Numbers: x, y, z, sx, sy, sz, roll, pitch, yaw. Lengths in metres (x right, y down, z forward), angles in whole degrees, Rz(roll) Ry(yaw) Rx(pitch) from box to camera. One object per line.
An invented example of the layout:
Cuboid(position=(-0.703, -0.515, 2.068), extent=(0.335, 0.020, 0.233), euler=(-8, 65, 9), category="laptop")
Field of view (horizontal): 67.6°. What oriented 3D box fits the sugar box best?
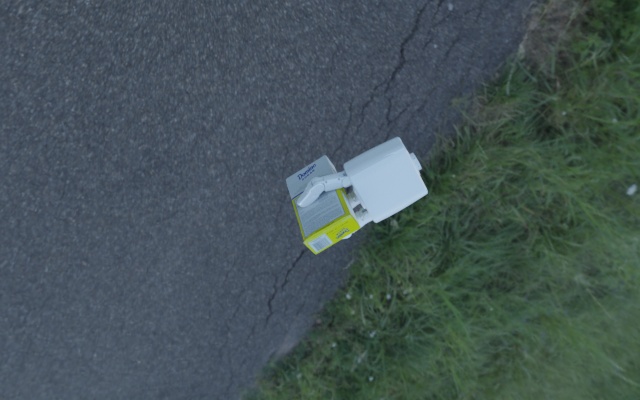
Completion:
Cuboid(position=(0.001, 0.003, 0.846), extent=(0.093, 0.048, 0.176), euler=(-31, 38, 10), category="sugar box")
